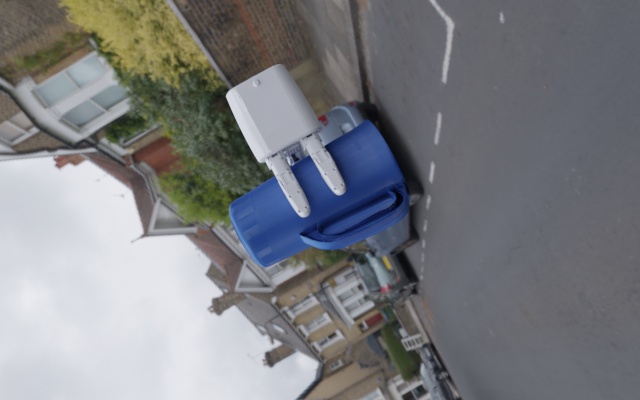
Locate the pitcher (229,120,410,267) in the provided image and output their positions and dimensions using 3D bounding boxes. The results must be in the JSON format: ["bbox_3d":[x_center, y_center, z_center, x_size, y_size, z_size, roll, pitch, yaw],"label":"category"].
[{"bbox_3d":[0.000,0.002,0.683,0.243,0.145,0.149,-29,-1,0],"label":"pitcher"}]
